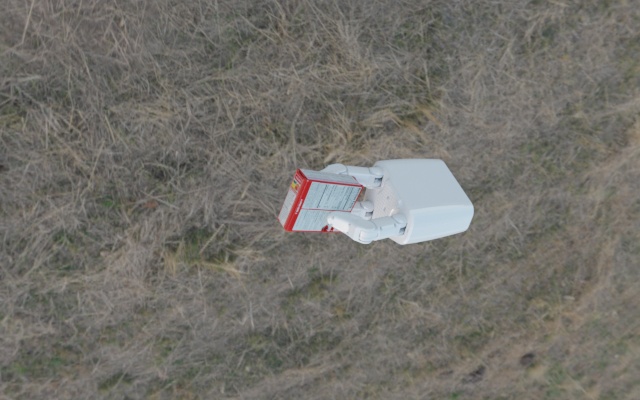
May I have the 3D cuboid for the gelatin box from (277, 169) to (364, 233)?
[{"bbox_3d":[0.000,0.002,0.588,0.089,0.073,0.030,4,31,-37],"label":"gelatin box"}]
